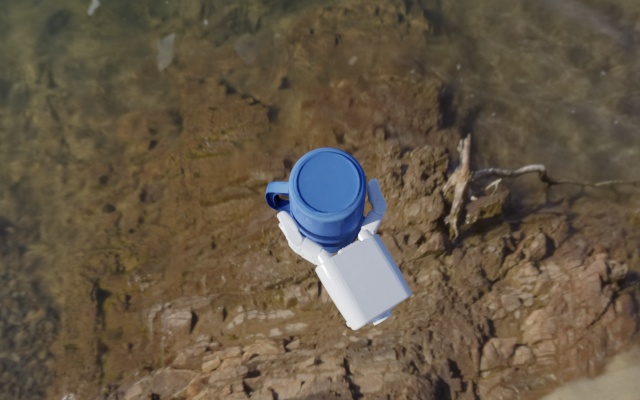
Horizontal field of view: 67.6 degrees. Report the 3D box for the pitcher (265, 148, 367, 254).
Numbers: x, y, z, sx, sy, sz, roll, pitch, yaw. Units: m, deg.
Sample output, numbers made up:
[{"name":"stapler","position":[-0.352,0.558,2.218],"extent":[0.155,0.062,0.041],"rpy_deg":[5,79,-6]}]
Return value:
[{"name":"pitcher","position":[0.000,0.003,0.763],"extent":[0.149,0.145,0.243],"rpy_deg":[-29,-12,-6]}]
